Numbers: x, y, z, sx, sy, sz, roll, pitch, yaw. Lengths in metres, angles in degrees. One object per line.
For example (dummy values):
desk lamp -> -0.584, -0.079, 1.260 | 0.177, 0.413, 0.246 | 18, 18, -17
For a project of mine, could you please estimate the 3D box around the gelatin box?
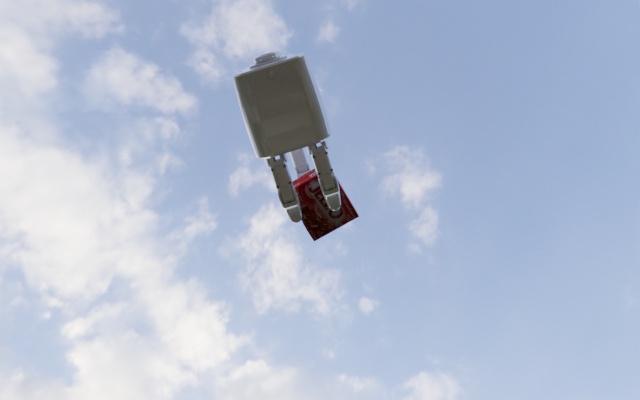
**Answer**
gelatin box -> 0.000, 0.002, 0.658 | 0.073, 0.089, 0.030 | -29, 26, 5
